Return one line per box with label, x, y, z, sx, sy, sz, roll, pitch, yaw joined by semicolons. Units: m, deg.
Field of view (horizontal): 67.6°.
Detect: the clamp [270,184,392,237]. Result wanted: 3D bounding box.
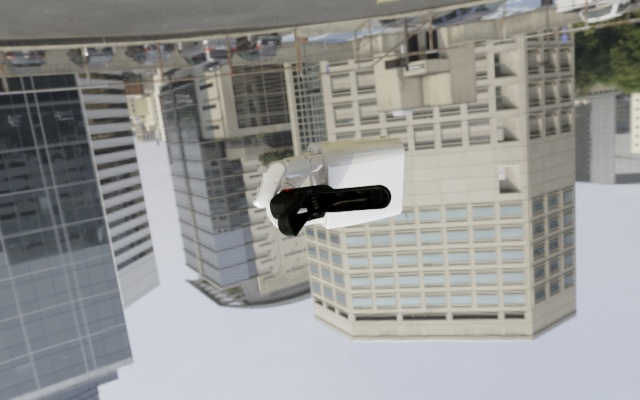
clamp;0.000;0.002;0.530;0.120;0.039;0.171;-9;11;-13
